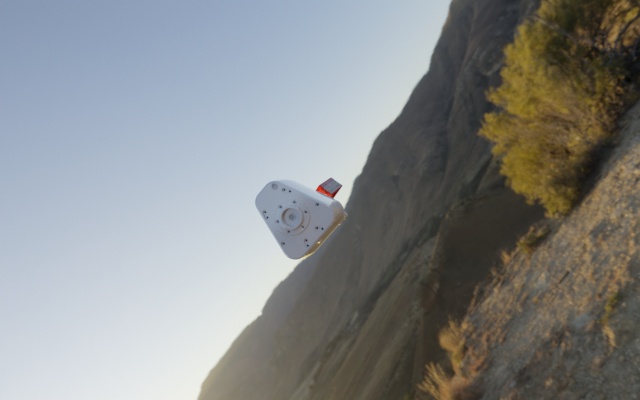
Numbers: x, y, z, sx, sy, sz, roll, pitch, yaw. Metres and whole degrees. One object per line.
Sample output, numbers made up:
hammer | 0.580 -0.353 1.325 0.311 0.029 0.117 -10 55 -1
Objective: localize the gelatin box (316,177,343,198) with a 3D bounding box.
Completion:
gelatin box | 0.000 0.002 0.828 0.030 0.073 0.089 36 18 4
